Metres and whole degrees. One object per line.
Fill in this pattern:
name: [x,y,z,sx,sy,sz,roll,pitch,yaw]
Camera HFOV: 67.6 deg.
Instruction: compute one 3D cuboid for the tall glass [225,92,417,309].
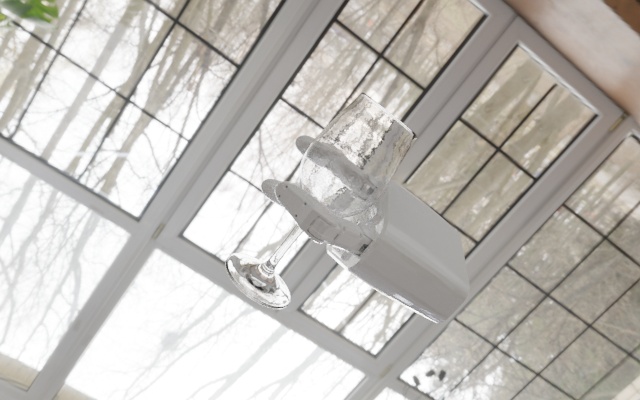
tall glass: [0.000,0.002,0.434,0.079,0.201,0.079,35,15,-11]
